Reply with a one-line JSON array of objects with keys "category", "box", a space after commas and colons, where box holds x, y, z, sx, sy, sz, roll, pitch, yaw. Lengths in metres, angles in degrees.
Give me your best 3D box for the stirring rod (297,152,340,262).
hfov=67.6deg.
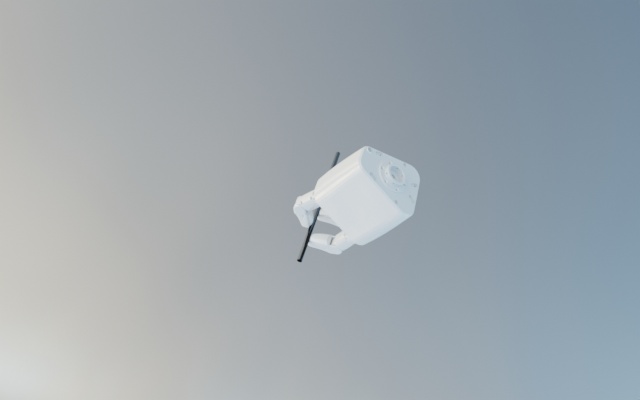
[{"category": "stirring rod", "box": [0.000, 0.002, 0.798, 0.011, 0.239, 0.011, 12, -39, 10]}]
